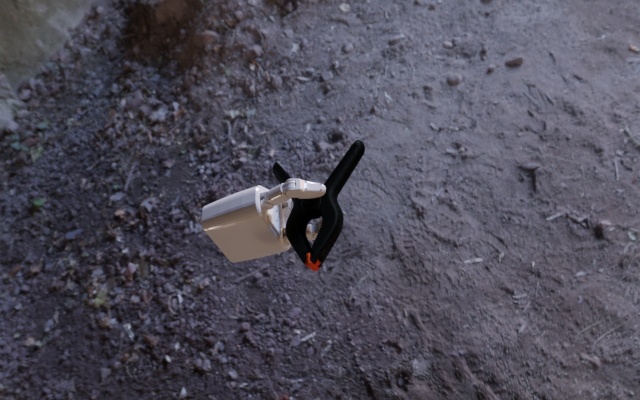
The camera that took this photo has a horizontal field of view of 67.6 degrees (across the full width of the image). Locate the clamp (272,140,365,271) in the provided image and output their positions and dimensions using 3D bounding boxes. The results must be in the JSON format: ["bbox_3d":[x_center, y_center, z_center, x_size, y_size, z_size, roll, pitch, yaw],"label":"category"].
[{"bbox_3d":[0.000,0.003,0.730,0.164,0.209,0.036,-19,-36,21],"label":"clamp"}]
